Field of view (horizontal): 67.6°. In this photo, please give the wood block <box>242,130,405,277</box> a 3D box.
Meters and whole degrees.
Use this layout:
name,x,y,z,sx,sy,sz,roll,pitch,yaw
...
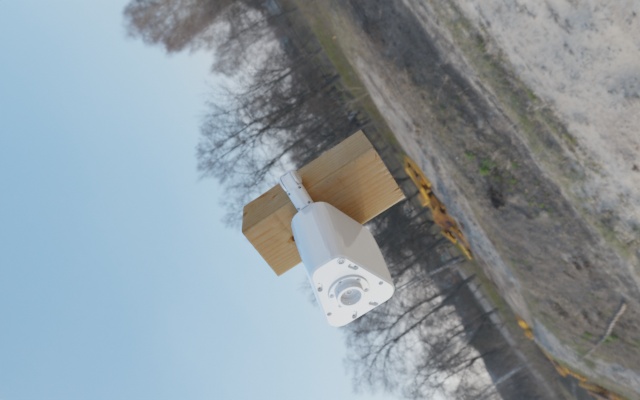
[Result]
name,x,y,z,sx,sy,sz,roll,pitch,yaw
wood block,0.000,0.002,0.671,0.206,0.091,0.090,-33,22,7
